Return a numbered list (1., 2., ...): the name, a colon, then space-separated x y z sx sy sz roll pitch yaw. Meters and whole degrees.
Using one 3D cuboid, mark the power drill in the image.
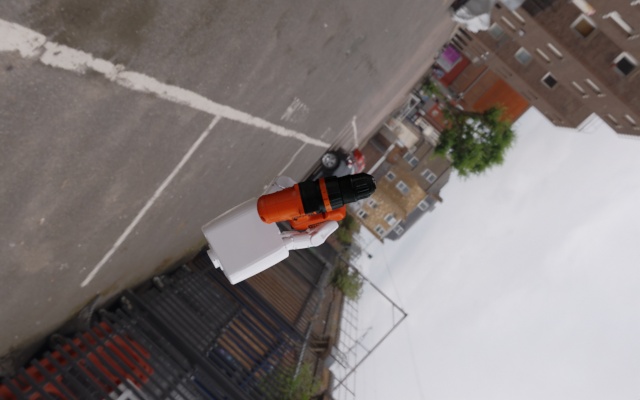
1. power drill: 0.000 0.003 0.790 0.184 0.057 0.188 -12 -10 3
